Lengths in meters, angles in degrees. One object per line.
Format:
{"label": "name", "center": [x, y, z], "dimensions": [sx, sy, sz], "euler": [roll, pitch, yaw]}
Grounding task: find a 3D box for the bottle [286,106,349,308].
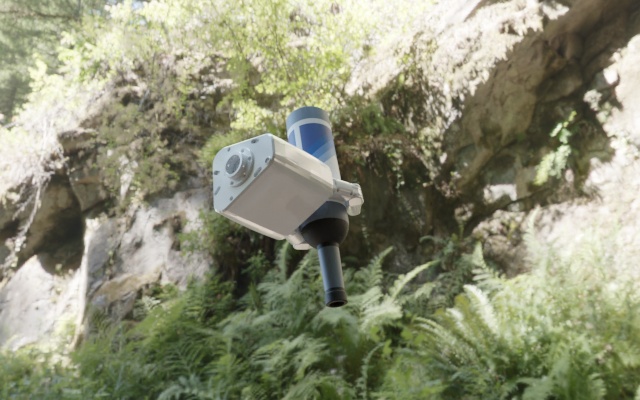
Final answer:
{"label": "bottle", "center": [0.000, 0.002, 0.659], "dimensions": [0.069, 0.295, 0.069], "euler": [-7, -31, -4]}
